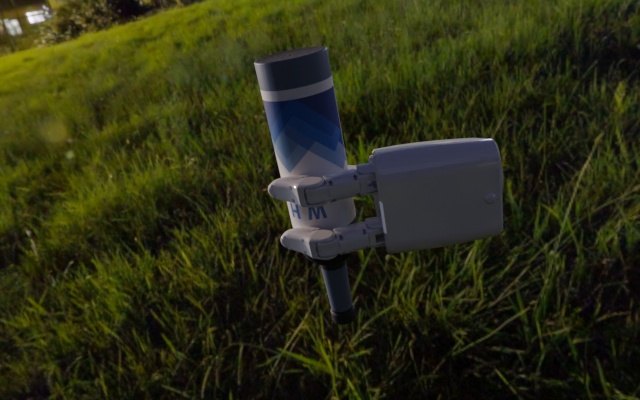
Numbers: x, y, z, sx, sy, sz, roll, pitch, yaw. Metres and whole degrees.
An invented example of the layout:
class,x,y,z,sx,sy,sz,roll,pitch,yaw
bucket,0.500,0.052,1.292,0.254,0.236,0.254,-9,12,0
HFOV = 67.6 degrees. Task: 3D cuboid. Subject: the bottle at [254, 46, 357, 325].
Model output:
class,x,y,z,sx,sy,sz,roll,pitch,yaw
bottle,0.000,0.001,0.485,0.069,0.296,0.069,-10,24,4
